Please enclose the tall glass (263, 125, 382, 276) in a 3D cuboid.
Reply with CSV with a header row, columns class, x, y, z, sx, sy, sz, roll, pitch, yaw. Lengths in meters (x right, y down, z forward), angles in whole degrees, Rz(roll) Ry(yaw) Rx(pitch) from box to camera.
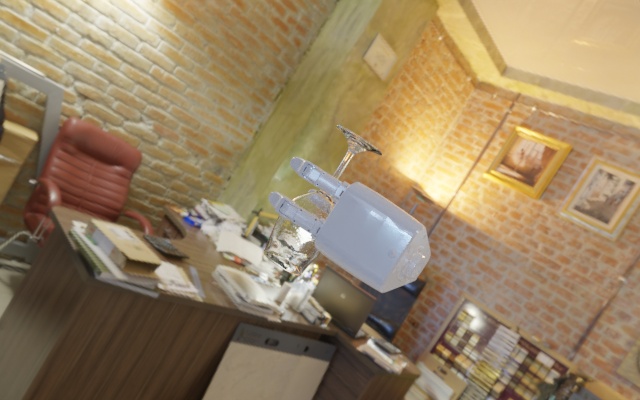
class,x,y,z,sx,sy,sz,roll,pitch,yaw
tall glass,0.000,0.001,0.651,0.079,0.201,0.079,32,3,-2
